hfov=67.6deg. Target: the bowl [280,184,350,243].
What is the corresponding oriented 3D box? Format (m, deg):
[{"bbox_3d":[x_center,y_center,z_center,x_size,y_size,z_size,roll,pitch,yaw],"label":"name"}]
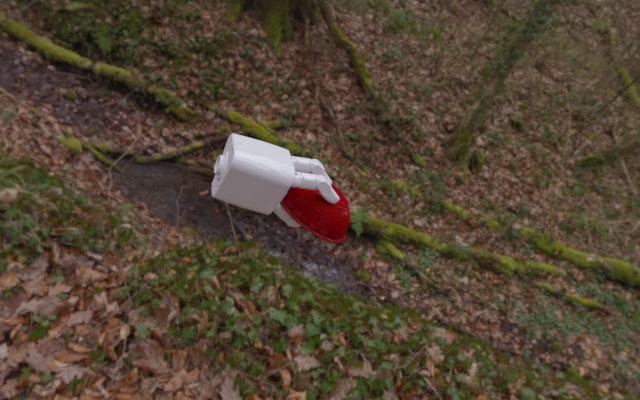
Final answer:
[{"bbox_3d":[0.001,0.003,0.884,0.162,0.055,0.162,34,21,-15],"label":"bowl"}]
